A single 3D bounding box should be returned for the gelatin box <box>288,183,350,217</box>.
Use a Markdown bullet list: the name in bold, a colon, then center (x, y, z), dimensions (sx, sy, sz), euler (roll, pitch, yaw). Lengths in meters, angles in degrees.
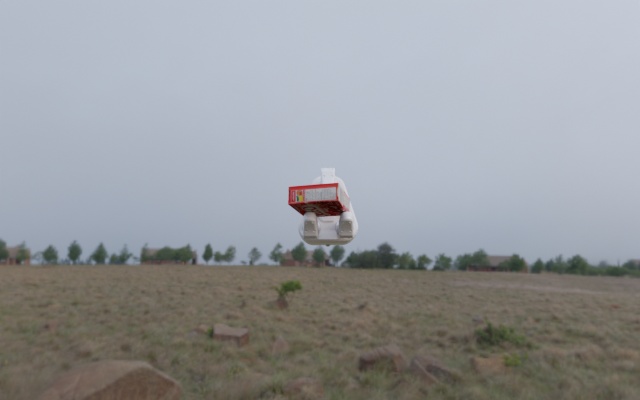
- **gelatin box**: center (0.000, 0.002, 0.698), dimensions (0.073, 0.030, 0.089), euler (-4, -16, 13)
